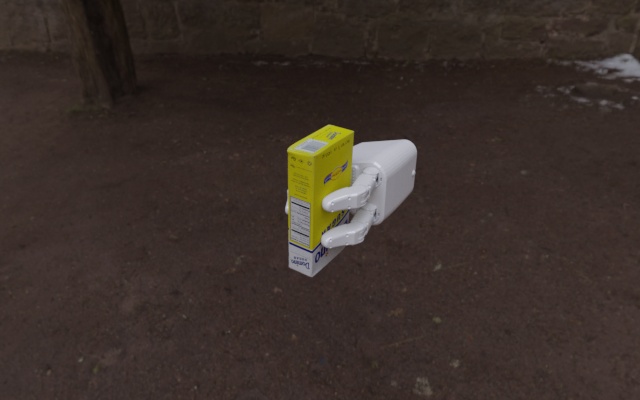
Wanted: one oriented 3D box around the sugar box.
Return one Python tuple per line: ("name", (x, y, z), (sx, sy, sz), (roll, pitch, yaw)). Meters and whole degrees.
("sugar box", (0.001, 0.002, 0.614), (0.048, 0.176, 0.093), (18, 35, 30))
